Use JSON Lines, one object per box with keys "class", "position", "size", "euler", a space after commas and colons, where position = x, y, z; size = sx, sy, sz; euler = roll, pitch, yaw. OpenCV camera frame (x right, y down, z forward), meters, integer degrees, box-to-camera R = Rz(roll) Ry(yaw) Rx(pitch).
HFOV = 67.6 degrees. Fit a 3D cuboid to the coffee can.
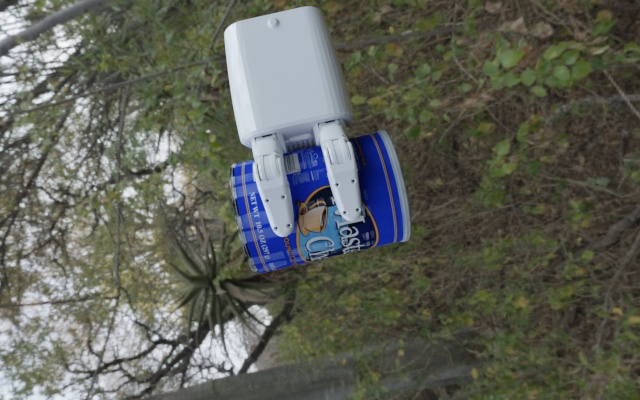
{"class": "coffee can", "position": [0.000, 0.002, 0.433], "size": [0.140, 0.103, 0.103], "euler": [-13, 0, 0]}
